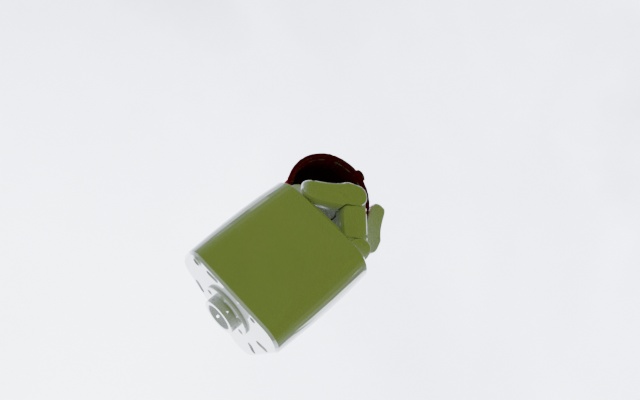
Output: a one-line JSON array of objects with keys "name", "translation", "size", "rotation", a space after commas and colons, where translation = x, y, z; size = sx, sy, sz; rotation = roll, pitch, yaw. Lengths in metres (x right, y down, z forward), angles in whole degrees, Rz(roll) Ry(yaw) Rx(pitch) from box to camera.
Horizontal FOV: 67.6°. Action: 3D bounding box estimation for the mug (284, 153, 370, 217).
[{"name": "mug", "translation": [0.001, 0.001, 0.518], "size": [0.117, 0.093, 0.081], "rotation": [-37, 0, -33]}]
